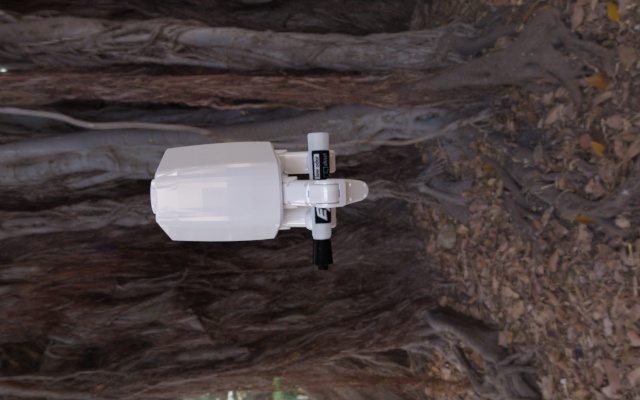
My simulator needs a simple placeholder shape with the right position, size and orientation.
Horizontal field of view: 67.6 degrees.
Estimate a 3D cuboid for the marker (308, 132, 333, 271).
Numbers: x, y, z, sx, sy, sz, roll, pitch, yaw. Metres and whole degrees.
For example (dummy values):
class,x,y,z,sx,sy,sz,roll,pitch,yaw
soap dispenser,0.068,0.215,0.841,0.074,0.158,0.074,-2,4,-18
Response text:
class,x,y,z,sx,sy,sz,roll,pitch,yaw
marker,0.000,0.001,0.422,0.020,0.121,0.020,-2,3,0
